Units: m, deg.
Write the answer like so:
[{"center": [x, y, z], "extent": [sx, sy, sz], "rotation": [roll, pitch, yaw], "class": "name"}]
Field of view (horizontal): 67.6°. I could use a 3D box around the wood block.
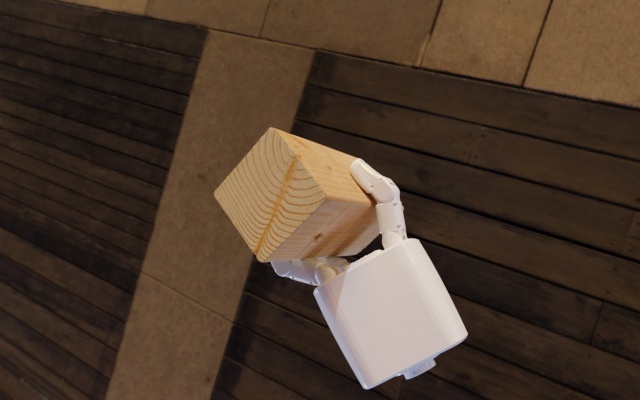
[{"center": [0.000, 0.002, 0.515], "extent": [0.091, 0.090, 0.206], "rotation": [-45, -22, 18], "class": "wood block"}]
